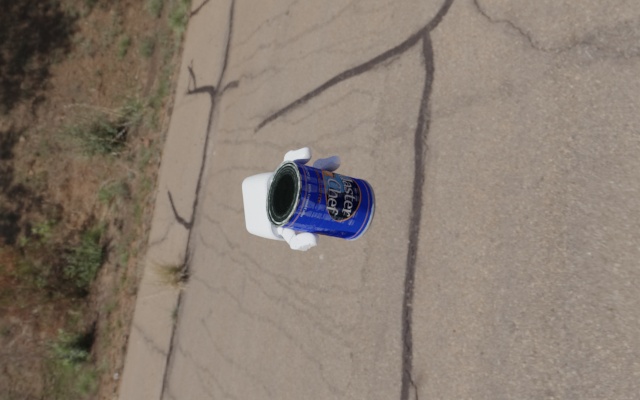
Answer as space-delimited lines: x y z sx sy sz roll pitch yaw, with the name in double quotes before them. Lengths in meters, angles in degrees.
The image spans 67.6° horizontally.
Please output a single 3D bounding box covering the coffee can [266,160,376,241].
"coffee can" 0.000 0.003 0.746 0.140 0.103 0.103 12 -7 -32
